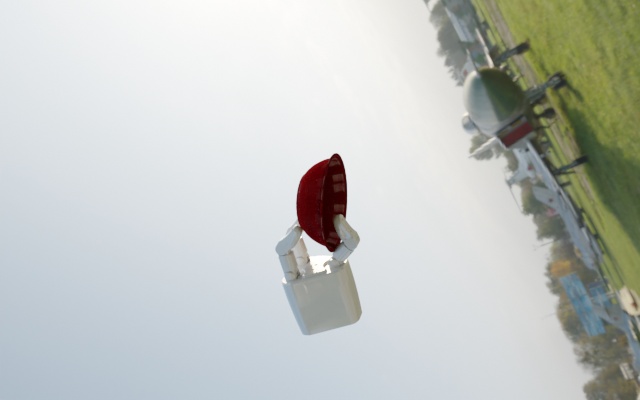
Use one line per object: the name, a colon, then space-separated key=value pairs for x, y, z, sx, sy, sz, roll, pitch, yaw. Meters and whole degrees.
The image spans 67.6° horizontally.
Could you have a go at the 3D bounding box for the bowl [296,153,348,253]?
bowl: x=0.000 y=0.001 z=0.782 sx=0.055 sy=0.162 sz=0.162 roll=3 pitch=1 yaw=16
